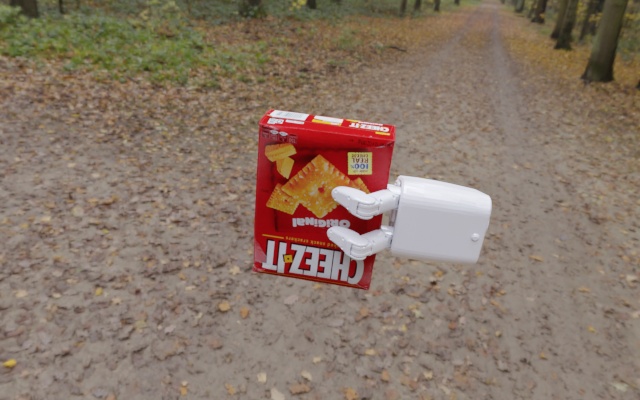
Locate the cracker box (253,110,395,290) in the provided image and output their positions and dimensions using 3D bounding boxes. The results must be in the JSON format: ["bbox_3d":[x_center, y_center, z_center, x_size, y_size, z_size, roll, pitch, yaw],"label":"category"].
[{"bbox_3d":[0.000,0.002,0.620,0.164,0.214,0.072,9,25,5],"label":"cracker box"}]
